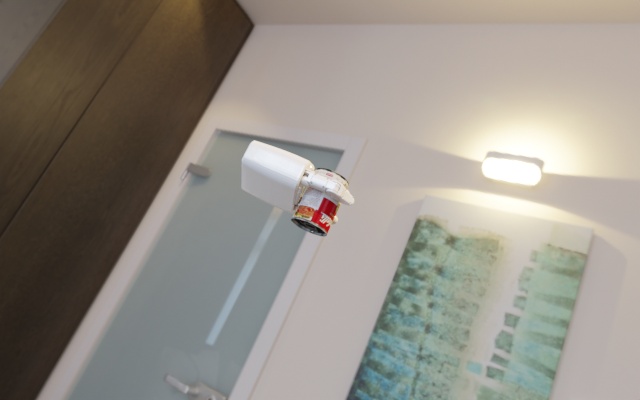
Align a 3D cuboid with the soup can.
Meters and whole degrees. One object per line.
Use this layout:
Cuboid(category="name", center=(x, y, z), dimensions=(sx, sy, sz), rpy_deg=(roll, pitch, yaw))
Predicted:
Cuboid(category="soup can", center=(0.001, 0.003, 0.835), dimensions=(0.068, 0.102, 0.068), rpy_deg=(23, -17, 7))
